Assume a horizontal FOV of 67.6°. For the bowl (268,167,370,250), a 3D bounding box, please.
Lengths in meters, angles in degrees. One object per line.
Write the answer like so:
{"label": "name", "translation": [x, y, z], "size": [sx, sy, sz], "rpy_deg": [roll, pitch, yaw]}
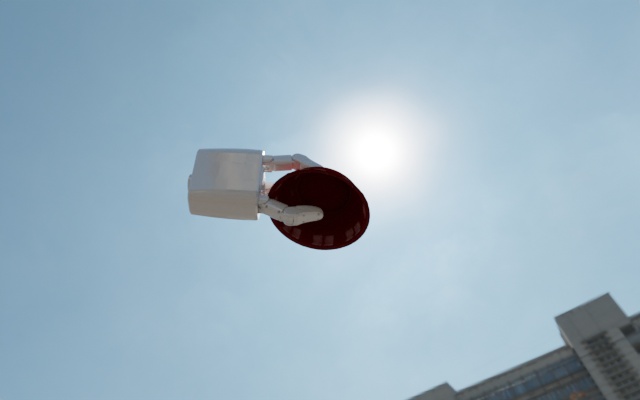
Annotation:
{"label": "bowl", "translation": [0.001, 0.003, 0.753], "size": [0.162, 0.162, 0.055], "rpy_deg": [0, 38, 13]}
